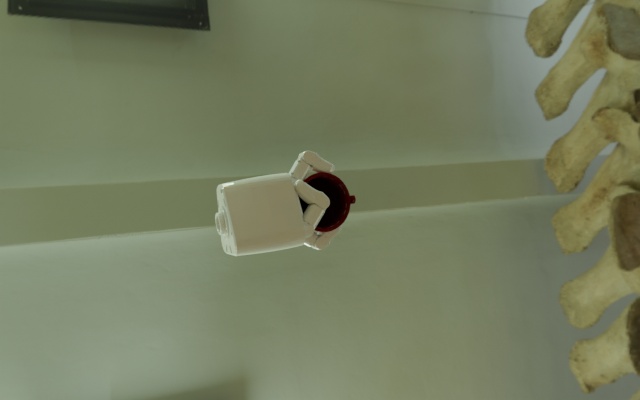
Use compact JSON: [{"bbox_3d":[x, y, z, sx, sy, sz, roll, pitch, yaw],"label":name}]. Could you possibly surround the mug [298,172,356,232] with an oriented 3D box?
[{"bbox_3d":[0.001,0.002,0.780,0.117,0.093,0.081,-8,1,-24],"label":"mug"}]
